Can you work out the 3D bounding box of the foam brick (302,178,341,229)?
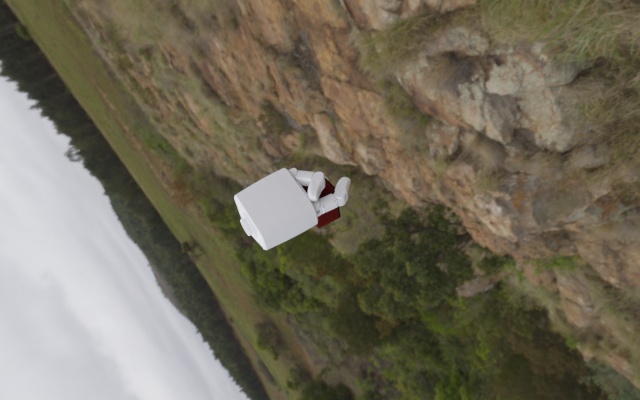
[{"bbox_3d":[0.000,0.003,0.899,0.051,0.078,0.053,-29,49,-17],"label":"foam brick"}]
